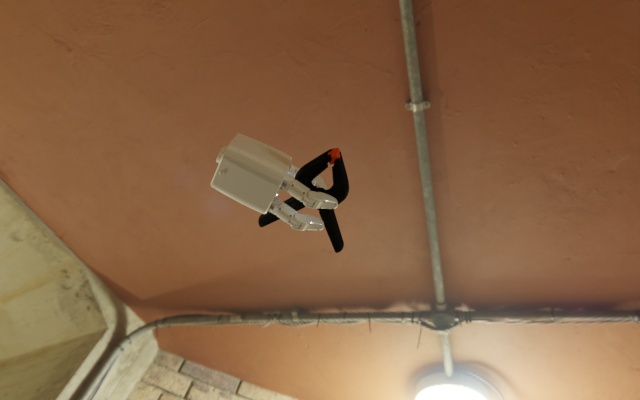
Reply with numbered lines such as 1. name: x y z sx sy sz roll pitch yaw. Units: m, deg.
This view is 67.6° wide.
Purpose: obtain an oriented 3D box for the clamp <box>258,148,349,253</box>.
1. clamp: 0.000 0.002 0.835 0.164 0.210 0.036 24 36 -10
